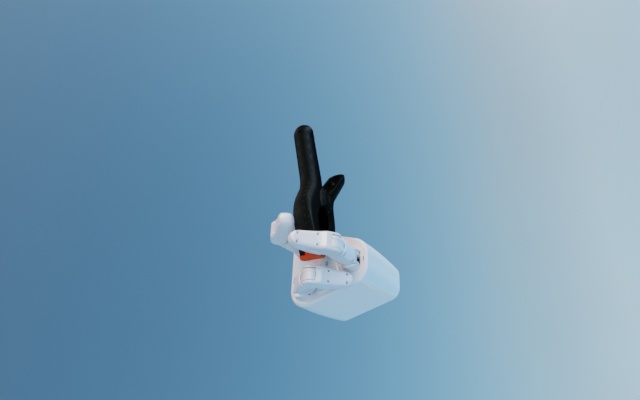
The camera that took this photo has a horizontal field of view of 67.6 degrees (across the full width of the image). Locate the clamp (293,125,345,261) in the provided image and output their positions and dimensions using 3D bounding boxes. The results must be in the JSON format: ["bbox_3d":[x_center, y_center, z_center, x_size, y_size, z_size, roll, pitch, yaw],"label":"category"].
[{"bbox_3d":[0.001,0.002,0.604,0.039,0.171,0.120,-14,-31,30],"label":"clamp"}]
